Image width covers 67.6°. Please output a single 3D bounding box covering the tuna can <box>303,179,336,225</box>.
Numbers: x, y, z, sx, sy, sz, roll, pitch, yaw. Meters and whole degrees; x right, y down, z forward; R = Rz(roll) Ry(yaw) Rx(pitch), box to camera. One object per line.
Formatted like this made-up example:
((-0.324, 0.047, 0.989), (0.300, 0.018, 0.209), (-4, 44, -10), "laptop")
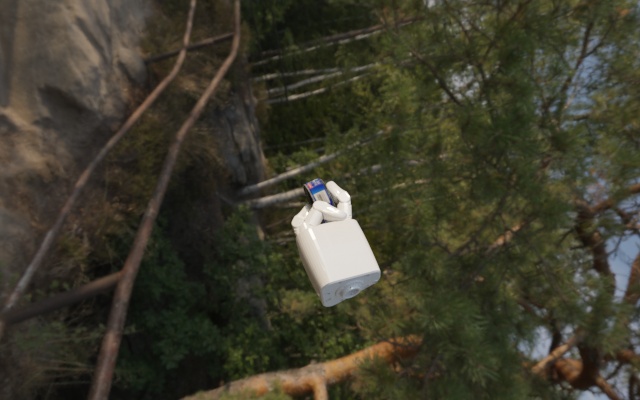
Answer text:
((0.001, 0.003, 0.888), (0.034, 0.086, 0.086), (-25, 3, -7), "tuna can")
